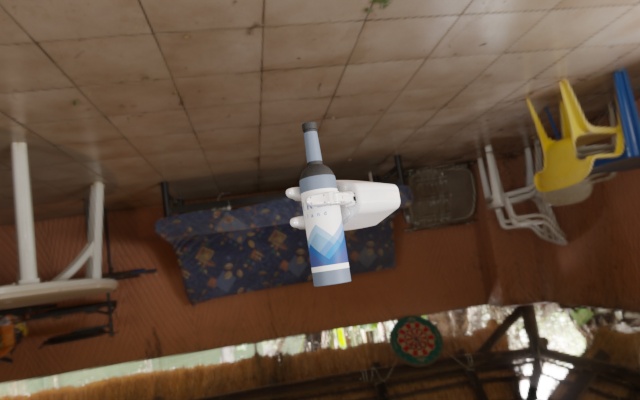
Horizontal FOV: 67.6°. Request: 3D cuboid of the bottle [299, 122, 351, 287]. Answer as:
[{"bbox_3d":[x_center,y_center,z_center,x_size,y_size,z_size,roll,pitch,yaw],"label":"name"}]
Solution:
[{"bbox_3d":[0.000,0.003,0.861,0.069,0.295,0.069,-8,-8,-1],"label":"bottle"}]
